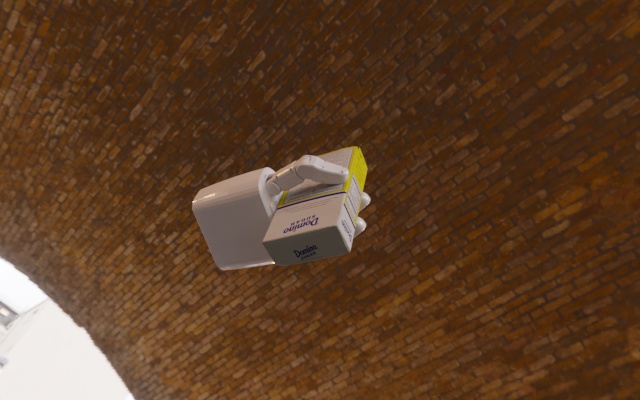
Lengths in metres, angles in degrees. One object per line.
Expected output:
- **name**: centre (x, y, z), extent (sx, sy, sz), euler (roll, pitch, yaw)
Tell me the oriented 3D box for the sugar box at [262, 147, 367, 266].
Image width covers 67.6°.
- **sugar box**: centre (0.000, 0.002, 0.579), extent (0.093, 0.048, 0.176), euler (-14, 33, 22)
